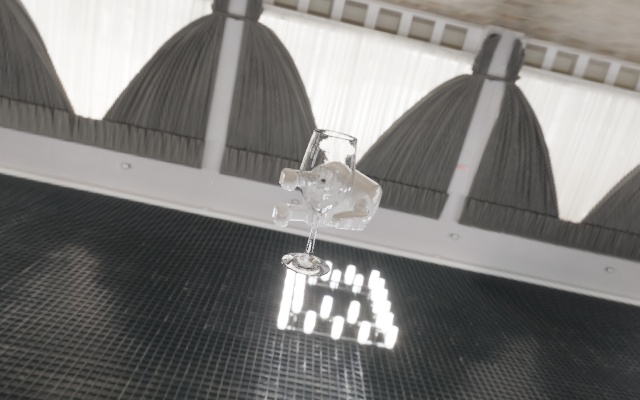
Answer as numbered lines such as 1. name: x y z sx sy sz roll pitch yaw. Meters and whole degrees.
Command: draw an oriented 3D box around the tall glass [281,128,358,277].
1. tall glass: 0.000 0.003 0.681 0.079 0.201 0.079 12 16 -3
